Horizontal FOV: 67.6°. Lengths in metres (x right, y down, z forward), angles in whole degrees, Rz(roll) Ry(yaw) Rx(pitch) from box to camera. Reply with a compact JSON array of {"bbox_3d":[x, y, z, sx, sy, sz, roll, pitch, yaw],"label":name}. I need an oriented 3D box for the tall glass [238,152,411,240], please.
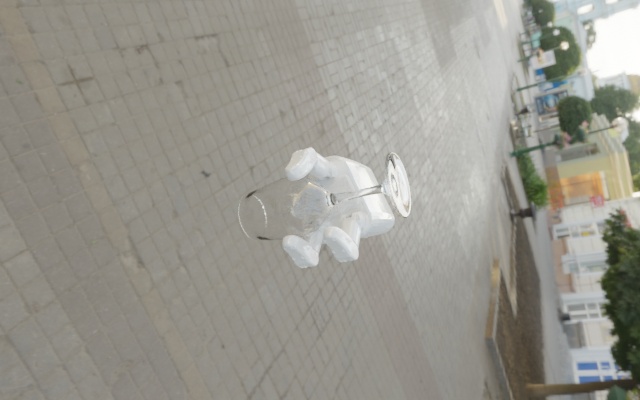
[{"bbox_3d":[0.001,0.002,0.570,0.201,0.079,0.079,-12,-6,26],"label":"tall glass"}]
